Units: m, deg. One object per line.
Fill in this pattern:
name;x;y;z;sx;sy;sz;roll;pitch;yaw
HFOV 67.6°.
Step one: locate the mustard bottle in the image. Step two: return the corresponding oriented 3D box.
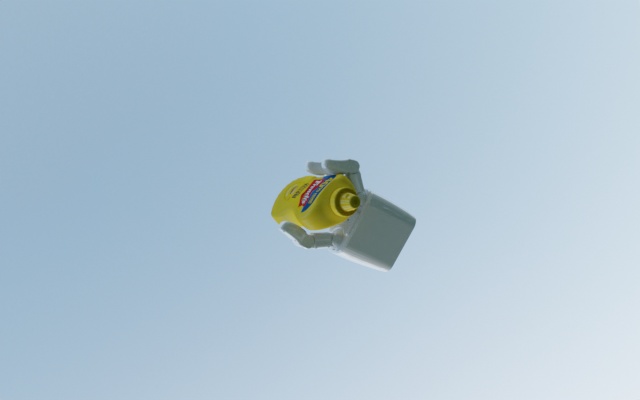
mustard bottle;0.000;0.002;0.719;0.096;0.058;0.191;-47;22;-21
